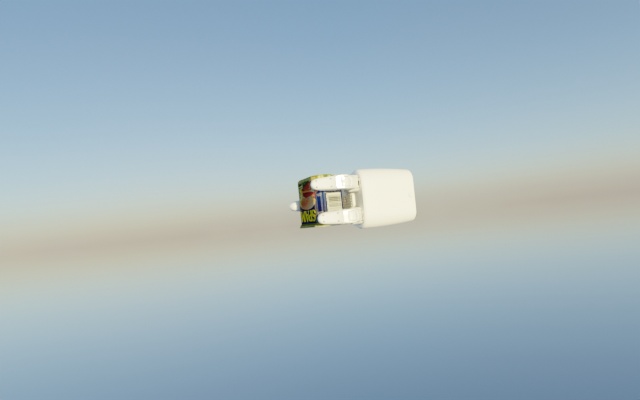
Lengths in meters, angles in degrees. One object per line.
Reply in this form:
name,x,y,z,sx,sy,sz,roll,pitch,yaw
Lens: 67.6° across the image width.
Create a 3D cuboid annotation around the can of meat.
can of meat,0.000,0.002,0.808,0.057,0.084,0.102,-4,-3,-22
